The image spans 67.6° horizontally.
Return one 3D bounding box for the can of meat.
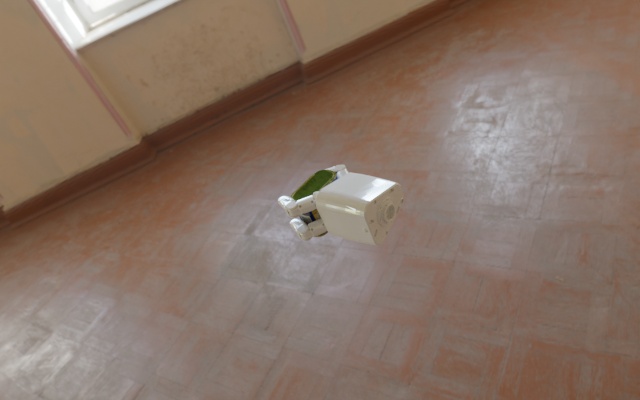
[{"bbox_3d":[0.000,0.003,0.897,0.057,0.084,0.102,18,54,43],"label":"can of meat"}]
